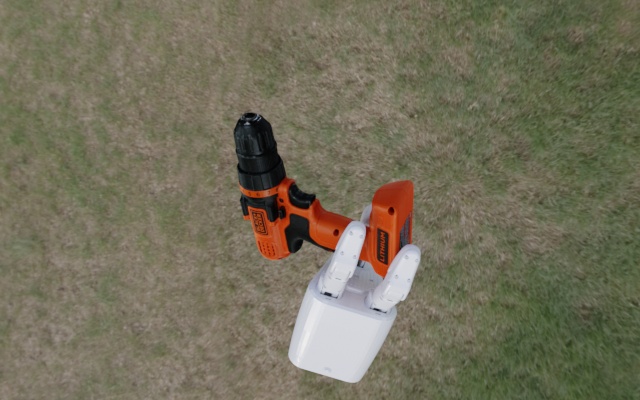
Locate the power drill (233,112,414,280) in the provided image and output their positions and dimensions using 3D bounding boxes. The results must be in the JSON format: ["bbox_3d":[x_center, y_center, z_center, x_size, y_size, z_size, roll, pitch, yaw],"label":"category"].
[{"bbox_3d":[0.000,0.002,0.498,0.187,0.185,0.057,13,43,25],"label":"power drill"}]
